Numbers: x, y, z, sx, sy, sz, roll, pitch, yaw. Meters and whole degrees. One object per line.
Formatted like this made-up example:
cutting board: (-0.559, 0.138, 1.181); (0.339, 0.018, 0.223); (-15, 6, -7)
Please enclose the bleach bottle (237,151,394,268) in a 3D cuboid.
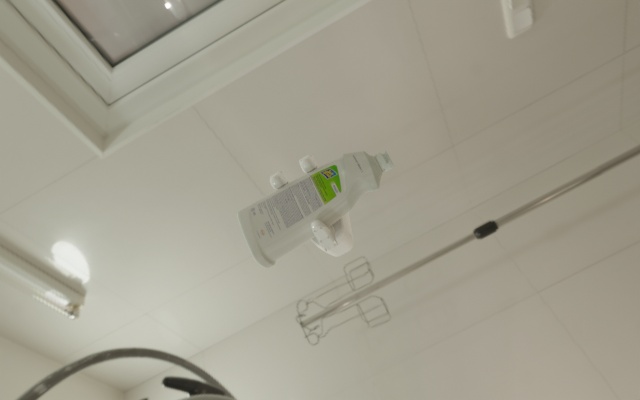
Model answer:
bleach bottle: (0.000, 0.002, 0.741); (0.251, 0.102, 0.068); (-29, -25, 5)
